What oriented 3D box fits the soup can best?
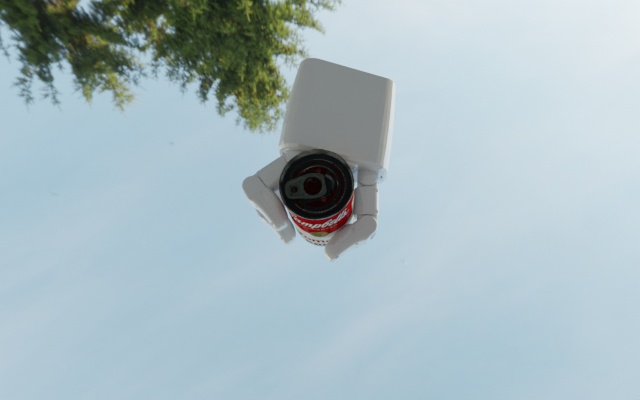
[{"bbox_3d":[0.000,0.002,0.471,0.068,0.068,0.102,0,-20,5],"label":"soup can"}]
